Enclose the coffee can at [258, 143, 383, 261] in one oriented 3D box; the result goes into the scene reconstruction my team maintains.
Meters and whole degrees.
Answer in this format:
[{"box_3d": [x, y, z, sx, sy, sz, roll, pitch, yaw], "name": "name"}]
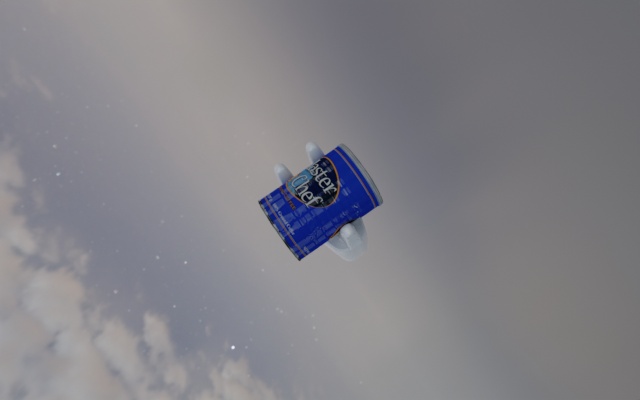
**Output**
[{"box_3d": [0.000, 0.002, 0.661, 0.140, 0.103, 0.103, -35, 1, -2], "name": "coffee can"}]
